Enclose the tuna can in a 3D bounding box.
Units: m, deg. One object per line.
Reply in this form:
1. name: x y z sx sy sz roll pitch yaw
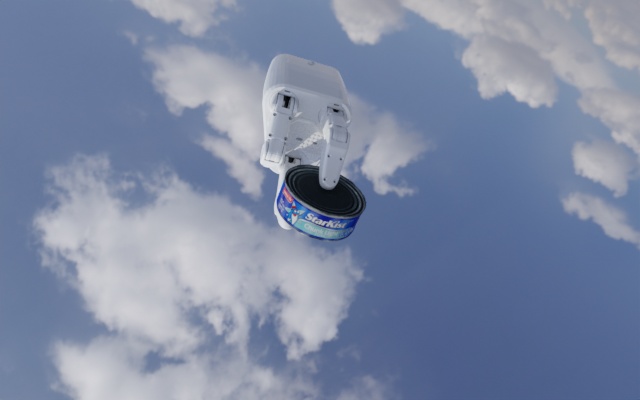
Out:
1. tuna can: 0.000 0.002 0.477 0.086 0.034 0.086 17 31 -11
